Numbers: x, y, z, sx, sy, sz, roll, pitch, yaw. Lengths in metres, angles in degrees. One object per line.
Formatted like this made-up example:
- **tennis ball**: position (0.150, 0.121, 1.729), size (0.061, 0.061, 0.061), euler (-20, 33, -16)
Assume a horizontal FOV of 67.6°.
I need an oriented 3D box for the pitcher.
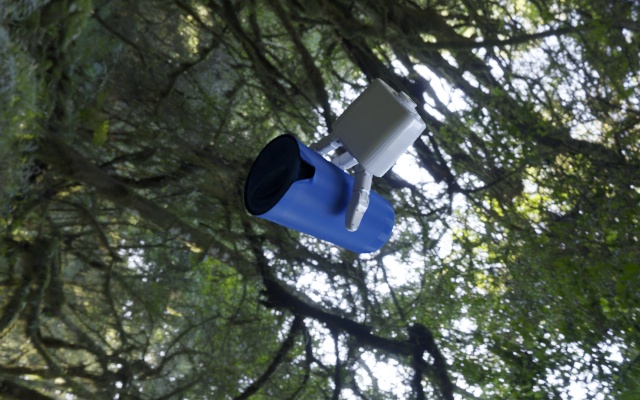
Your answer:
- **pitcher**: position (0.000, 0.002, 0.786), size (0.243, 0.145, 0.149), euler (27, 23, -36)
